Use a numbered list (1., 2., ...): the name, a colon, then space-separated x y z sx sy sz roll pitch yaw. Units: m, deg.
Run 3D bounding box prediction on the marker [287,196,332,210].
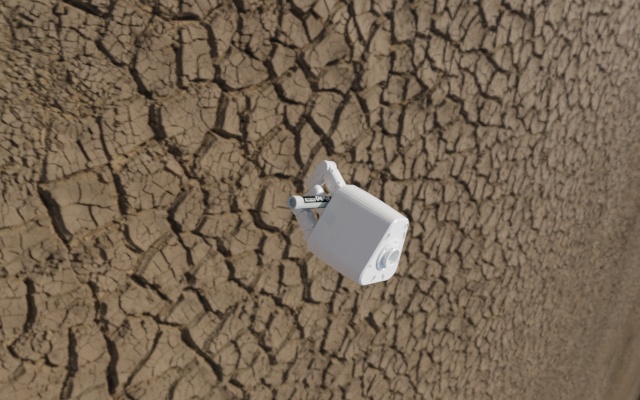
1. marker: 0.000 0.002 0.698 0.020 0.020 0.121 0 1 40
